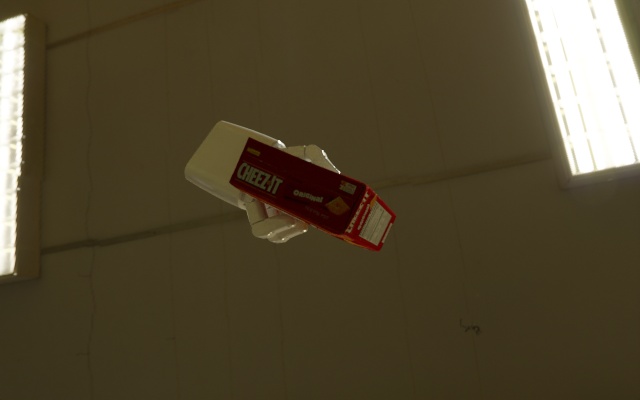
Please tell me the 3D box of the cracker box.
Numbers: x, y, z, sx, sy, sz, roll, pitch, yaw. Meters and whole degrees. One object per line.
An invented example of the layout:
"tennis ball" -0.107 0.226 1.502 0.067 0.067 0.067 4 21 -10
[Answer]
"cracker box" 0.000 0.002 0.647 0.164 0.072 0.214 23 -3 21
